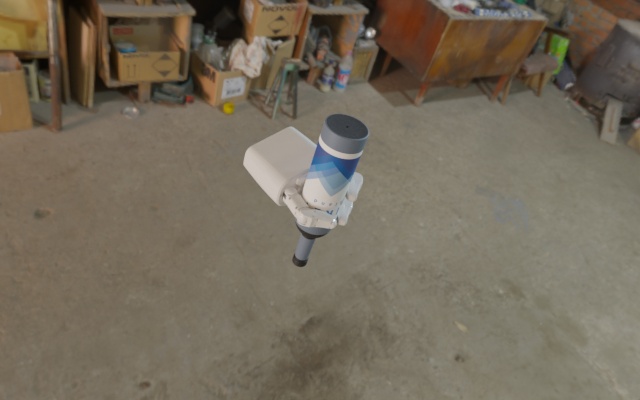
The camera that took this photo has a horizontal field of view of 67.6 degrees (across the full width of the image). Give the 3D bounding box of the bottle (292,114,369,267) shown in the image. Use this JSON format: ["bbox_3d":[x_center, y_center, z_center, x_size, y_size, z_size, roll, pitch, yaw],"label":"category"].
[{"bbox_3d":[0.000,0.002,0.771,0.069,0.296,0.069,12,40,-10],"label":"bottle"}]
